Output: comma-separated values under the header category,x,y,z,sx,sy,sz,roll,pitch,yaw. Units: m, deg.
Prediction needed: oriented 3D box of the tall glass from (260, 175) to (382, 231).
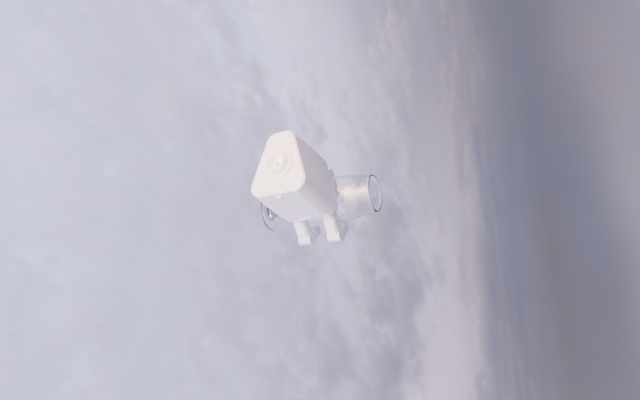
category,x,y,z,sx,sy,sz,roll,pitch,yaw
tall glass,0.000,0.003,0.817,0.201,0.079,0.079,-9,-4,25
